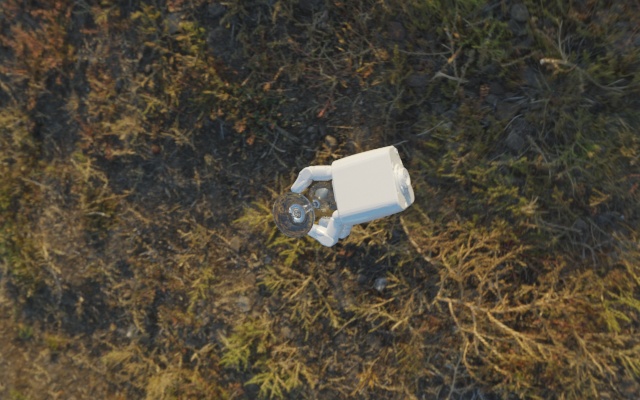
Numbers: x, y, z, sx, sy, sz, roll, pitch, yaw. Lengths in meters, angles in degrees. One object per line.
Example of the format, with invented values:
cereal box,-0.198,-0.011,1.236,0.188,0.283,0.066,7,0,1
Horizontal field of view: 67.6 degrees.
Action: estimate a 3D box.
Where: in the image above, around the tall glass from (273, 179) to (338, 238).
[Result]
tall glass,0.000,0.003,0.837,0.079,0.079,0.201,0,12,26
